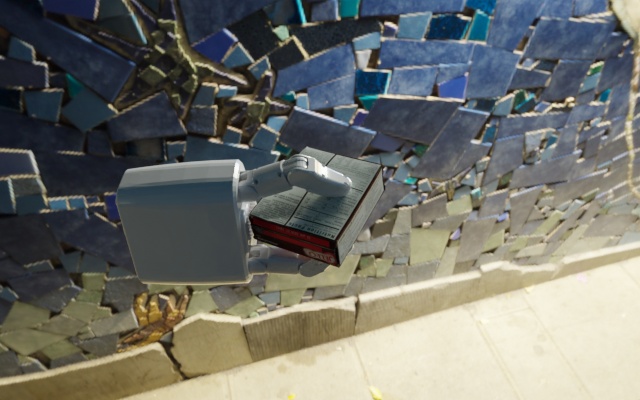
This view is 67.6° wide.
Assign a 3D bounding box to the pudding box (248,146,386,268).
[{"bbox_3d":[0.000,0.001,0.451,0.090,0.039,0.113,17,50,22],"label":"pudding box"}]
